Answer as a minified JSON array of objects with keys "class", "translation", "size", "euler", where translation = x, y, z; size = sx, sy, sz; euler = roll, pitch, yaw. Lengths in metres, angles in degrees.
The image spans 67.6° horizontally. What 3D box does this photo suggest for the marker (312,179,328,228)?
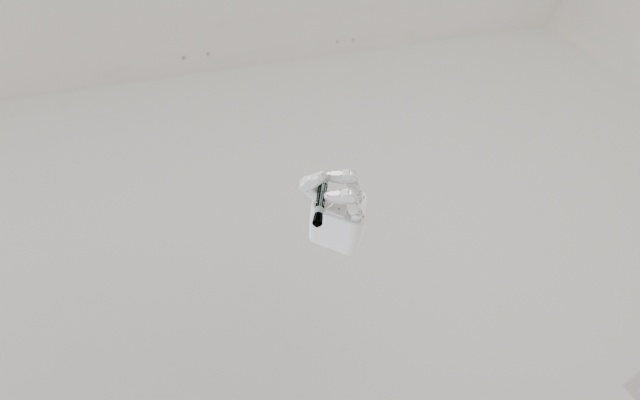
[{"class":"marker","translation":[0.000,0.003,0.897],"size":[0.020,0.121,0.020],"euler":[4,-44,4]}]
